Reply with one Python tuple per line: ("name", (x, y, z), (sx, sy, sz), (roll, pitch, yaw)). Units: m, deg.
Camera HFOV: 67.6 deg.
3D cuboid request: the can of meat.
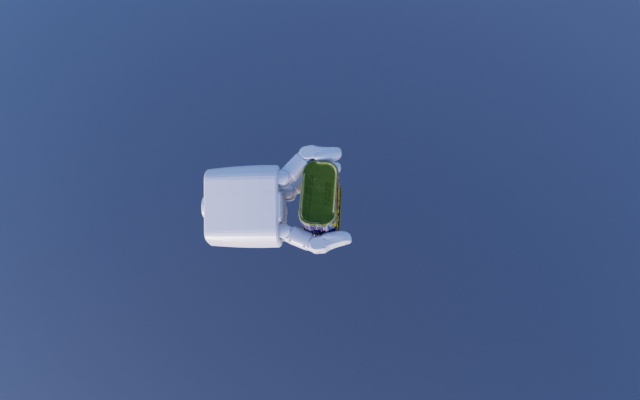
("can of meat", (0.000, 0.002, 0.696), (0.057, 0.102, 0.084), (2, -19, 5))
